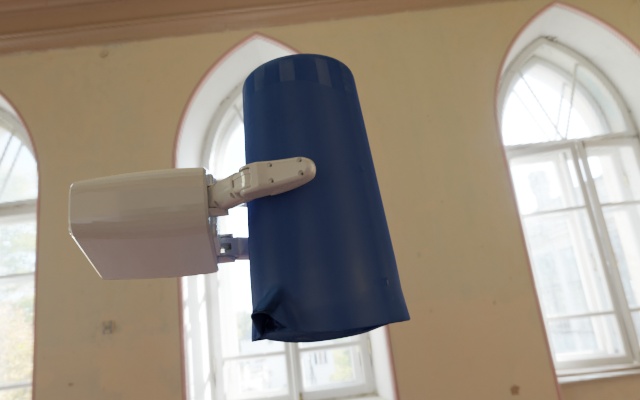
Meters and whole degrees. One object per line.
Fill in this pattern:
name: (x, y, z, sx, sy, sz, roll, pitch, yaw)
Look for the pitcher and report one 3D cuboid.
pitcher: (0.000, 0.001, 0.436, 0.145, 0.242, 0.149, -6, -15, -7)
